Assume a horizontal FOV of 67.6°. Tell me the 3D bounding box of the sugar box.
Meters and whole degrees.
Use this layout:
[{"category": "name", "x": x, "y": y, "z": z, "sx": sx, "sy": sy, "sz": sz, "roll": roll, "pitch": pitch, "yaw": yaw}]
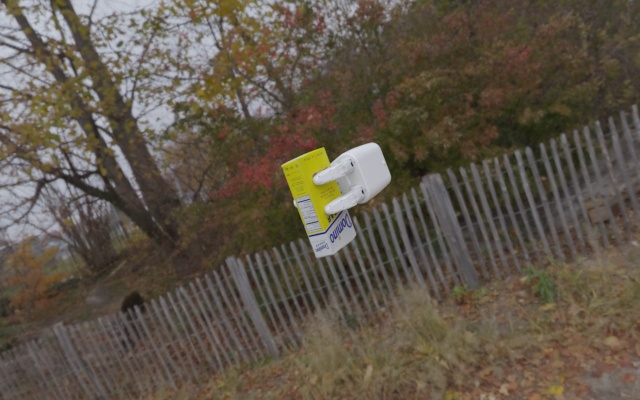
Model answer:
[{"category": "sugar box", "x": 0.001, "y": 0.002, "z": 0.846, "sx": 0.048, "sy": 0.176, "sz": 0.093, "roll": -18, "pitch": 8, "yaw": 36}]
